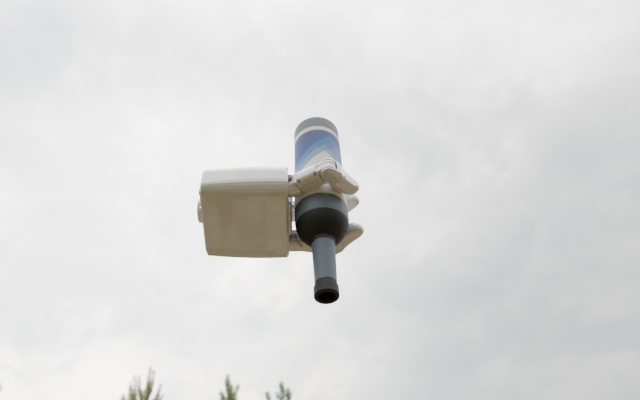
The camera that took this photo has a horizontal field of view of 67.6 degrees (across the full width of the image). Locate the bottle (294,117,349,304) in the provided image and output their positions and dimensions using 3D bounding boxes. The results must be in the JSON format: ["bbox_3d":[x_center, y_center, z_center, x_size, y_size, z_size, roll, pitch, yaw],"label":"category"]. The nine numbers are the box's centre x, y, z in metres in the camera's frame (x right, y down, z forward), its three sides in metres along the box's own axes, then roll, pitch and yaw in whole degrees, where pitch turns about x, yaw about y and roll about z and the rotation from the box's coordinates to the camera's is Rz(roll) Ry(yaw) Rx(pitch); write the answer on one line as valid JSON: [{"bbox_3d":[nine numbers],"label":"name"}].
[{"bbox_3d":[0.000,0.002,0.612,0.069,0.069,0.295,0,43,-3],"label":"bottle"}]
